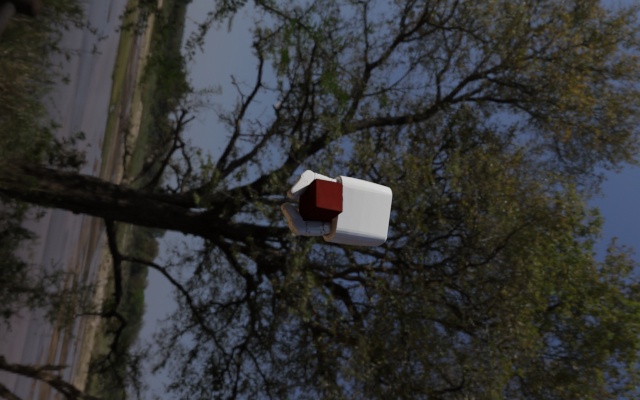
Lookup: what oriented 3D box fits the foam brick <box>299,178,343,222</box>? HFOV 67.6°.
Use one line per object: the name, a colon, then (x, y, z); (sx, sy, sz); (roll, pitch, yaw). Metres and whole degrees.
foam brick: (0.000, 0.003, 0.812); (0.051, 0.053, 0.078); (10, -22, -21)
